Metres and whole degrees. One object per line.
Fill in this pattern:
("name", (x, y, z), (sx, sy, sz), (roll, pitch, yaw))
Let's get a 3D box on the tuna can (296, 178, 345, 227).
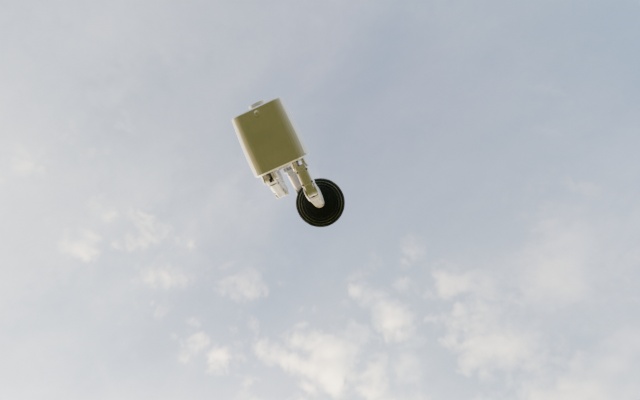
("tuna can", (0.000, 0.003, 0.846), (0.086, 0.086, 0.034), (0, 5, 2))
